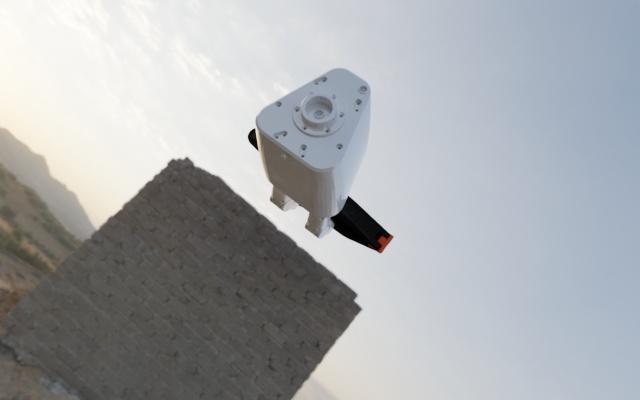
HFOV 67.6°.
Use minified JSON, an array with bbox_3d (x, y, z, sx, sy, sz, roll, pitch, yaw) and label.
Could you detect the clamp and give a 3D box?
[{"bbox_3d":[0.001,0.002,0.622,0.210,0.036,0.165,36,-15,15],"label":"clamp"}]
